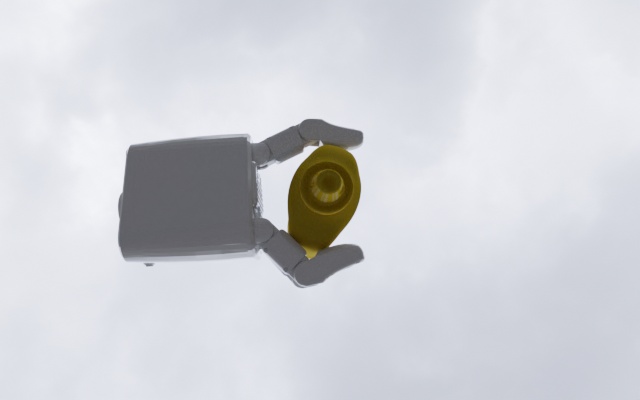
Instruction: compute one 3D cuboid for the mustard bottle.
[{"bbox_3d":[0.000,0.002,0.433,0.058,0.096,0.192,20,-10,0],"label":"mustard bottle"}]
